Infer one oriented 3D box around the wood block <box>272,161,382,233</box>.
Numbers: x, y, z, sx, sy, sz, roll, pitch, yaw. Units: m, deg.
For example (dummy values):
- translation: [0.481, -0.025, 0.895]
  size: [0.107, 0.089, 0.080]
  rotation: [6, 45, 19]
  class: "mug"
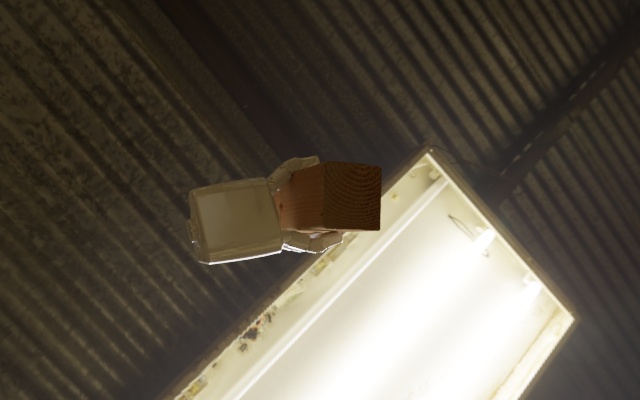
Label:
- translation: [0.000, 0.002, 0.722]
  size: [0.090, 0.091, 0.206]
  rotation: [4, -6, -25]
  class: "wood block"
